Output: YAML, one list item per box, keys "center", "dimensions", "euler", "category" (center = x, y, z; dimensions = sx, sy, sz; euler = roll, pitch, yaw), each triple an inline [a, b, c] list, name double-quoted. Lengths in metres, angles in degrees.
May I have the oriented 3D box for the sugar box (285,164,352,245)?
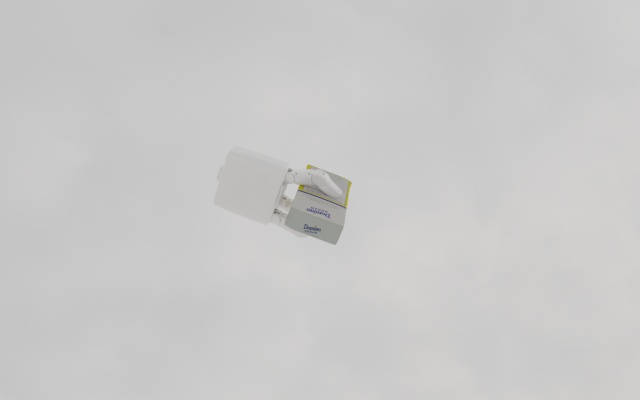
- center: [0.000, 0.003, 0.841]
  dimensions: [0.093, 0.048, 0.176]
  euler: [21, 31, -2]
  category: "sugar box"
